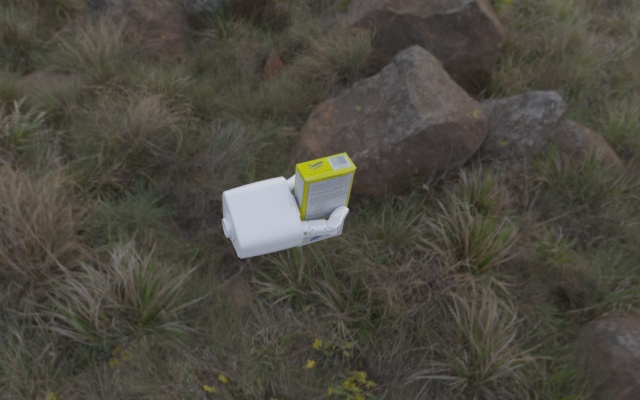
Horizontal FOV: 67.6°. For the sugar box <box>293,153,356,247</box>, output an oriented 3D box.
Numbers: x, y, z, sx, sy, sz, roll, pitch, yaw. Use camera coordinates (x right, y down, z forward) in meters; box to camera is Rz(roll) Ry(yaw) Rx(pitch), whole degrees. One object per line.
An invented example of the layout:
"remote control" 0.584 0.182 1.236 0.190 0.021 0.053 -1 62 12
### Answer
"sugar box" 0.000 0.002 0.825 0.093 0.048 0.176 -14 -35 -21
